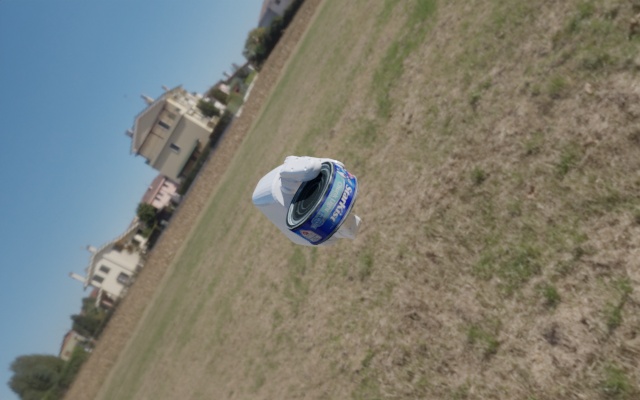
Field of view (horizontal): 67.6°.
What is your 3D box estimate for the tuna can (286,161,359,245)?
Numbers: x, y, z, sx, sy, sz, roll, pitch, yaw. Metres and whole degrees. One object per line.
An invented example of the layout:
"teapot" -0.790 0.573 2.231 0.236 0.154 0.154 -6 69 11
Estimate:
"tuna can" 0.000 0.001 0.502 0.034 0.086 0.086 32 -12 -20
